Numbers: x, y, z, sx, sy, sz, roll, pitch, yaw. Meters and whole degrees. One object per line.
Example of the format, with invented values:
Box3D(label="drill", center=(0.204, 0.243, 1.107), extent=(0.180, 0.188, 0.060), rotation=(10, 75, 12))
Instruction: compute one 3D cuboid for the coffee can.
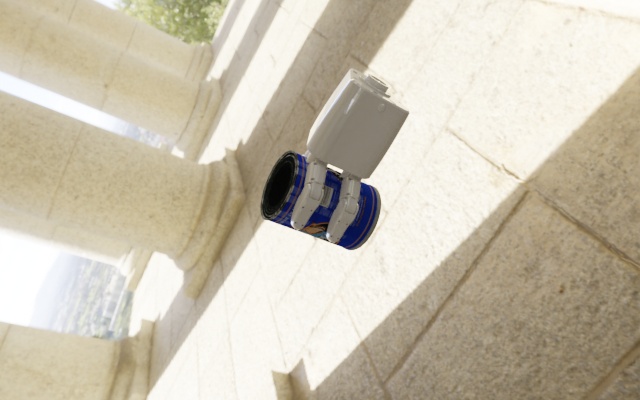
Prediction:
Box3D(label="coffee can", center=(0.000, 0.002, 0.679), extent=(0.140, 0.103, 0.103), rotation=(22, -10, -25))
